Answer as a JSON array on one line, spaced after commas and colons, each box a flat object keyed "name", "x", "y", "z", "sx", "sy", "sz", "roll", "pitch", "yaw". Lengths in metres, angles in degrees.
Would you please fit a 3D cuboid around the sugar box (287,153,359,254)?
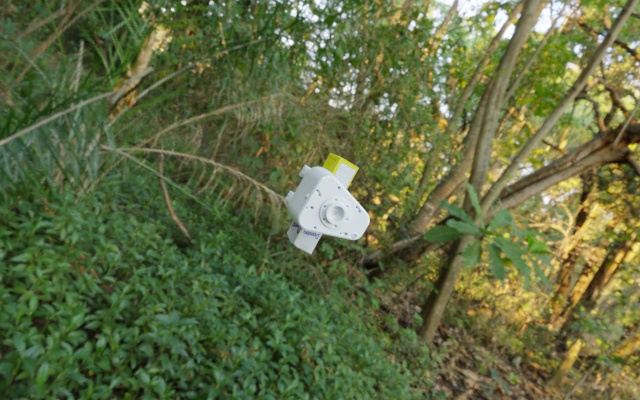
[{"name": "sugar box", "x": 0.000, "y": 0.003, "z": 0.872, "sx": 0.048, "sy": 0.176, "sz": 0.093, "roll": 30, "pitch": 3, "yaw": -14}]
